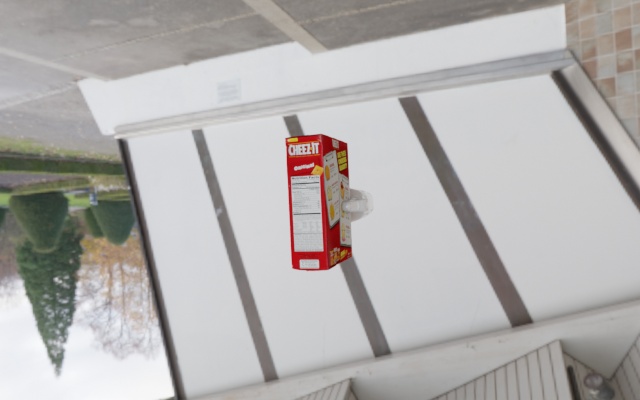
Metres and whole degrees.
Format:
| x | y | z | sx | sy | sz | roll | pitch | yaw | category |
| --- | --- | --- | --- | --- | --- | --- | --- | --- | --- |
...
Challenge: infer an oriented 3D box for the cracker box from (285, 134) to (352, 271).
| x | y | z | sx | sy | sz | roll | pitch | yaw | category |
| --- | --- | --- | --- | --- | --- | --- | --- | --- | --- |
| 0.000 | 0.003 | 0.817 | 0.072 | 0.213 | 0.164 | -3 | 1 | 17 | cracker box |
